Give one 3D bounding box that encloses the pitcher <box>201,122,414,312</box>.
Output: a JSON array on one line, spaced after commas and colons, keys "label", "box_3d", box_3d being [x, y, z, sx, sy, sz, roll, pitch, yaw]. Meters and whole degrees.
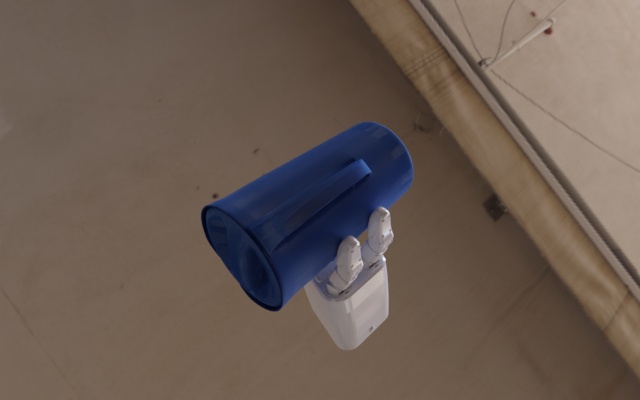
[{"label": "pitcher", "box_3d": [0.000, 0.002, 0.547, 0.242, 0.145, 0.149, -36, 41, -30]}]
